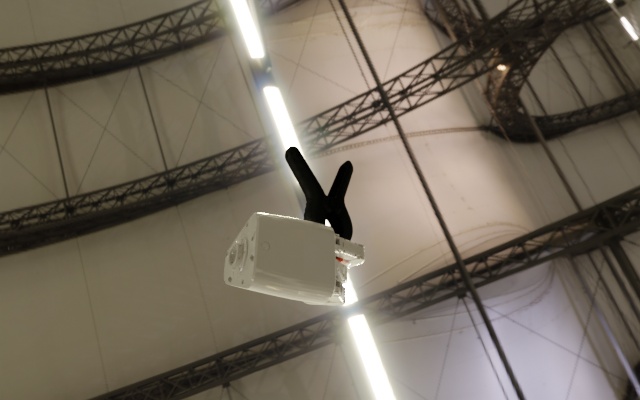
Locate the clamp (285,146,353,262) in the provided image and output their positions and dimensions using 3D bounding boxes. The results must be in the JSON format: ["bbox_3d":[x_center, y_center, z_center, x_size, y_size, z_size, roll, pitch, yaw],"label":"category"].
[{"bbox_3d":[0.000,0.003,0.666,0.120,0.171,0.039,16,-33,-29],"label":"clamp"}]
